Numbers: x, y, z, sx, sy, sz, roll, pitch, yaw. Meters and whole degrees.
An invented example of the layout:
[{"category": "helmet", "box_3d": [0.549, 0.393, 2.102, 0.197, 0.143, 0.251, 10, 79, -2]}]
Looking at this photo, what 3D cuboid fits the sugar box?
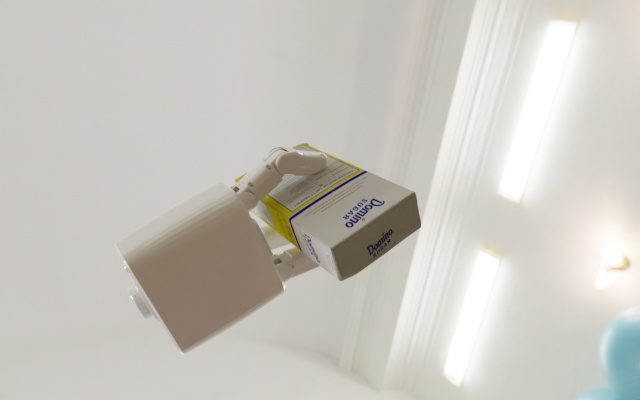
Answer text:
[{"category": "sugar box", "box_3d": [0.000, 0.002, 0.454, 0.093, 0.048, 0.176, -32, 37, -21]}]
